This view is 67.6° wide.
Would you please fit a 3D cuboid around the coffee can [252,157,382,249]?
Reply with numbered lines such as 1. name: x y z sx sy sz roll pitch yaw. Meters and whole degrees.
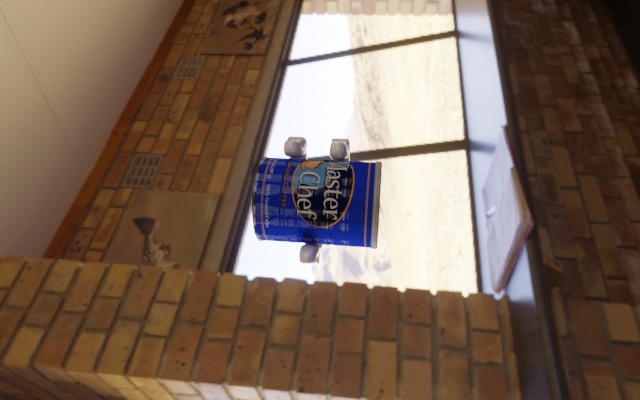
1. coffee can: 0.000 0.002 0.566 0.140 0.103 0.103 3 0 7
